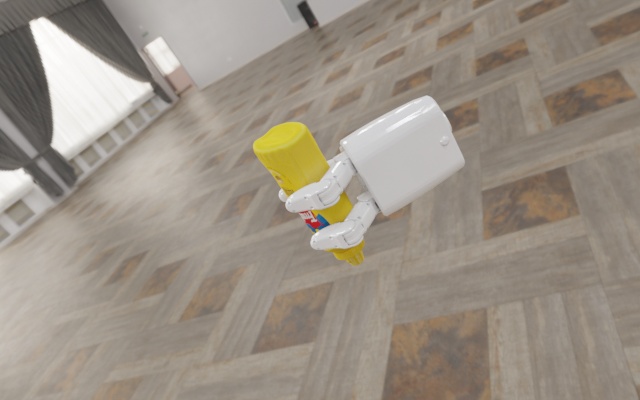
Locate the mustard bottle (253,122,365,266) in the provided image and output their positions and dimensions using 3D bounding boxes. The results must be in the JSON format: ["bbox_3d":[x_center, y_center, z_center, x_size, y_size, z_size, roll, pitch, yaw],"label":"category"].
[{"bbox_3d":[0.000,0.002,0.558,0.058,0.192,0.096,-41,25,-18],"label":"mustard bottle"}]
